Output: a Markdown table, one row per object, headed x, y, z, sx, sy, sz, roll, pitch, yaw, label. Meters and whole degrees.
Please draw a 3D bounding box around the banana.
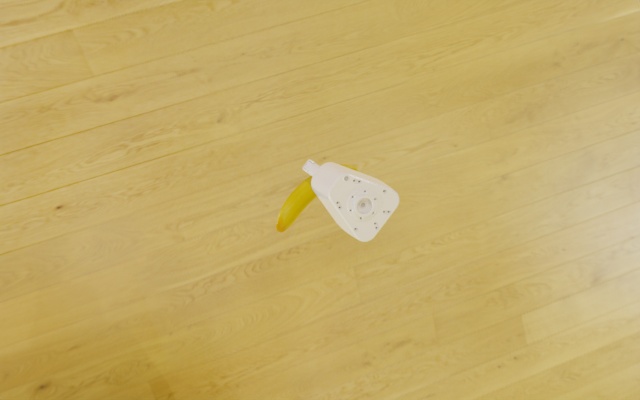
| x | y | z | sx | sy | sz | roll | pitch | yaw | label |
| --- | --- | --- | --- | --- | --- | --- | --- | --- | --- |
| -0.005 | -0.015 | 0.871 | 0.198 | 0.070 | 0.037 | -29 | 19 | -7 | banana |
